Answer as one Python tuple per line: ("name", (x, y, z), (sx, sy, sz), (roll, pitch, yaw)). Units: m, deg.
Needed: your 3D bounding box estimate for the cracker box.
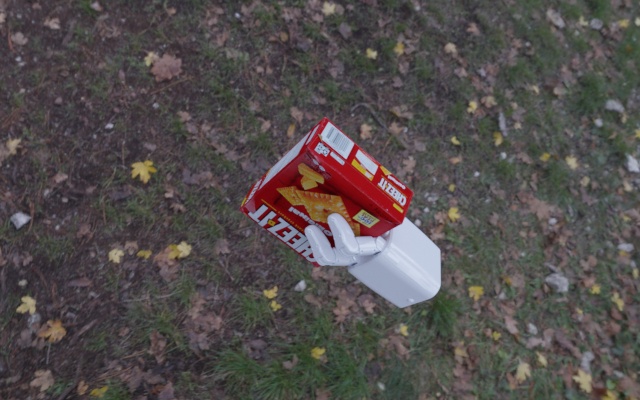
("cracker box", (0.000, 0.002, 0.695), (0.164, 0.072, 0.214), (39, -40, -13))
